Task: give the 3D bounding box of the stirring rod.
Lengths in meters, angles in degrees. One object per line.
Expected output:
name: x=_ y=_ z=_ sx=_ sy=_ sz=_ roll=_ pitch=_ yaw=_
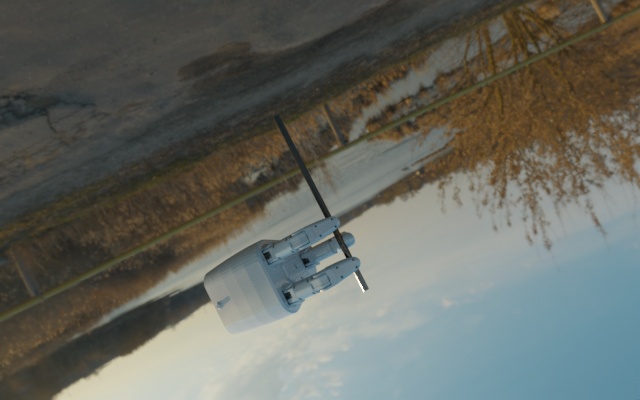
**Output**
stirring rod: x=0.000 y=0.002 z=0.585 sx=0.011 sy=0.239 sz=0.011 roll=-27 pitch=-3 yaw=-2
